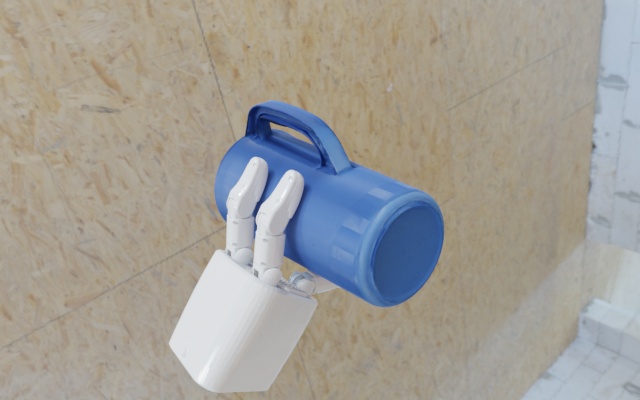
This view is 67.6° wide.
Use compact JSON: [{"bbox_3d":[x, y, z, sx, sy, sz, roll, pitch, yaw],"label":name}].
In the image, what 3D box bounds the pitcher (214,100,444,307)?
[{"bbox_3d":[0.000,0.002,0.489,0.149,0.145,0.242,32,-5,-42],"label":"pitcher"}]
